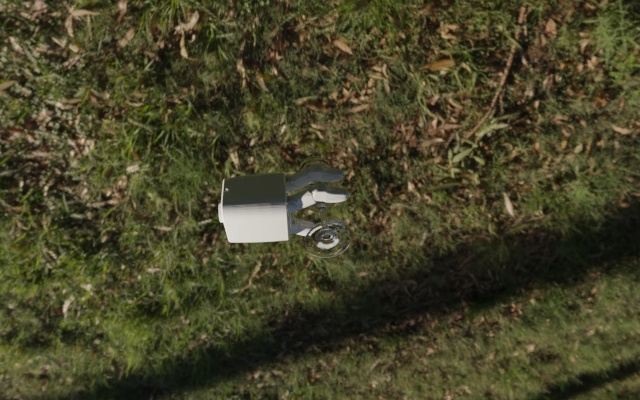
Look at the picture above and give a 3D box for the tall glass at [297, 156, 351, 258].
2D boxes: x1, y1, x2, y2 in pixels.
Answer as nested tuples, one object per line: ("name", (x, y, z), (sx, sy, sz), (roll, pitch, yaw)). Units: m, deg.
("tall glass", (0.000, 0.003, 0.831), (0.079, 0.079, 0.200), (0, 38, -8))
